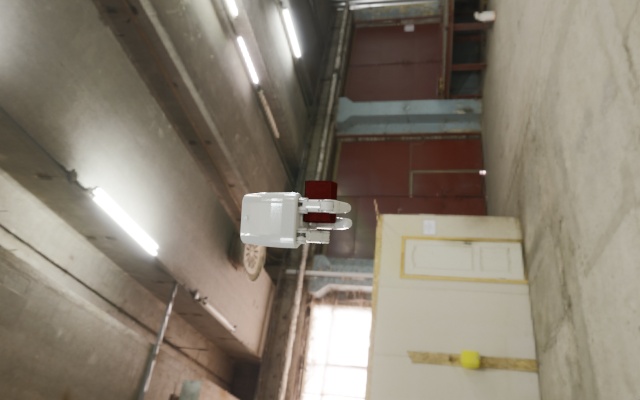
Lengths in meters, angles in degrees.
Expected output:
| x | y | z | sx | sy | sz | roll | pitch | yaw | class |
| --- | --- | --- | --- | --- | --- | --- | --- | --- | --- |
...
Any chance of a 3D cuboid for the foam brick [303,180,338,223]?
| x | y | z | sx | sy | sz | roll | pitch | yaw | class |
| --- | --- | --- | --- | --- | --- | --- | --- | --- | --- |
| 0.000 | 0.003 | 0.886 | 0.051 | 0.078 | 0.053 | 2 | -5 | 15 | foam brick |
